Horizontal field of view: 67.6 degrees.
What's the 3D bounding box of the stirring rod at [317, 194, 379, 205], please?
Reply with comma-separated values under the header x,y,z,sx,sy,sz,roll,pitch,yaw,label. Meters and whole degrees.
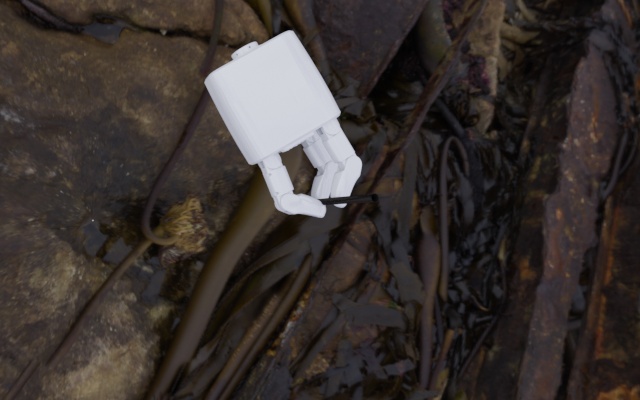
x,y,z,sx,sy,sz,roll,pitch,yaw,label
0.000,0.002,0.562,0.011,0.011,0.239,0,-2,-25,stirring rod
